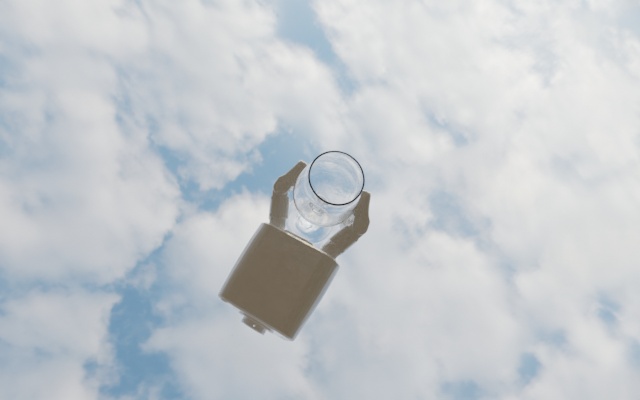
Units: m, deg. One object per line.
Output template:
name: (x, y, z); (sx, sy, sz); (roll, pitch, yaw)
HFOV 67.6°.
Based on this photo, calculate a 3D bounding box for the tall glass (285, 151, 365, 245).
tall glass: (0.000, 0.002, 0.599); (0.079, 0.079, 0.201); (0, -16, -11)
